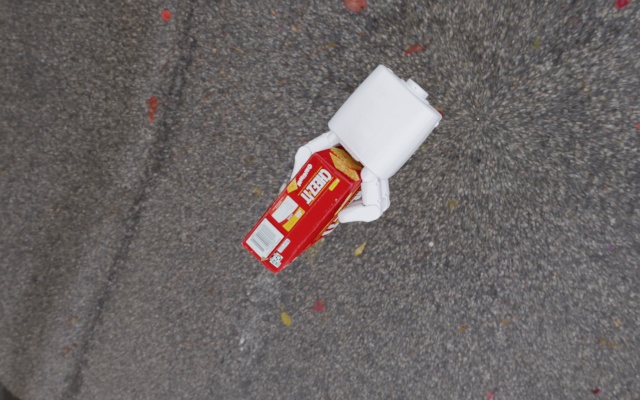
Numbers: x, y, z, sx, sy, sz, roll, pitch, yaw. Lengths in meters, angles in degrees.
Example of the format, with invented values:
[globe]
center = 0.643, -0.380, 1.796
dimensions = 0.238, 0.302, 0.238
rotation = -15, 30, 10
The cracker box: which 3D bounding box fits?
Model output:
[cracker box]
center = 0.000, 0.002, 0.691
dimensions = 0.072, 0.164, 0.213
rotation = 42, 19, 7
